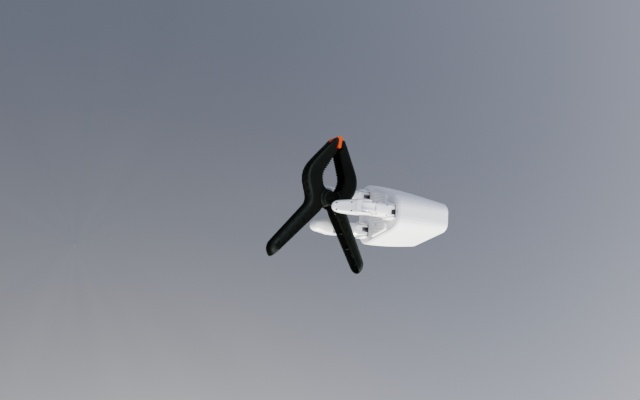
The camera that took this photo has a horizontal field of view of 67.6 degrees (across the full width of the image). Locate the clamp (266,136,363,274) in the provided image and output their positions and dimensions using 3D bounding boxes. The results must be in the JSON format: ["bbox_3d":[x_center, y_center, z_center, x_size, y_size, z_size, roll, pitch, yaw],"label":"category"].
[{"bbox_3d":[0.001,0.002,0.726,0.164,0.210,0.036,8,-8,-30],"label":"clamp"}]
